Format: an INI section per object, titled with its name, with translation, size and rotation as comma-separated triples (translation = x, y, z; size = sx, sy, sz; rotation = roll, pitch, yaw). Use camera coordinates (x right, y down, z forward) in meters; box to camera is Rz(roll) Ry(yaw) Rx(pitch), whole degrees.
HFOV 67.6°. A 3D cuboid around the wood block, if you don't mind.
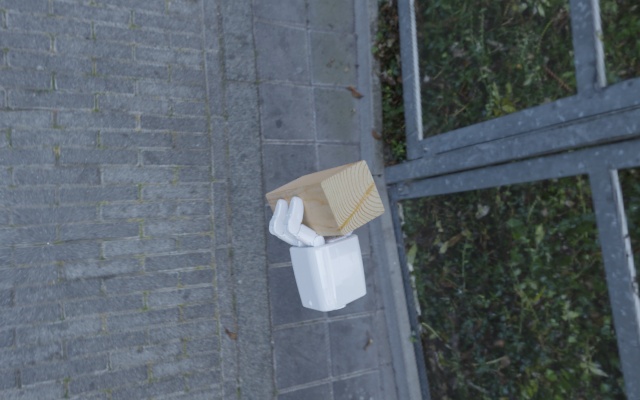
[wood block]
translation = 0.001, 0.003, 0.804
size = 0.091, 0.090, 0.206
rotation = -27, 9, -29
